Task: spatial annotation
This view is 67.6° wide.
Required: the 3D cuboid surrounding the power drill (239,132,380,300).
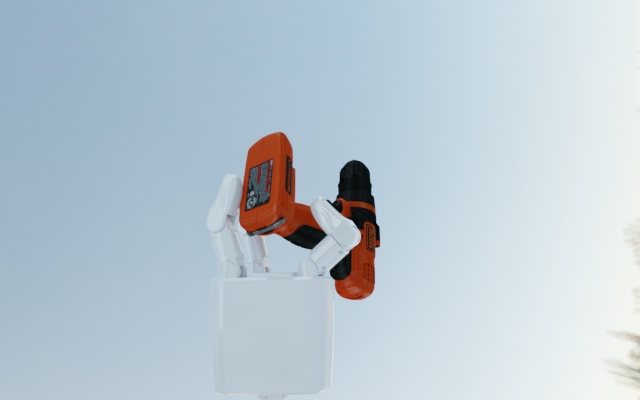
[{"bbox_3d":[0.000,0.002,0.535,0.057,0.184,0.188,-24,-39,34],"label":"power drill"}]
